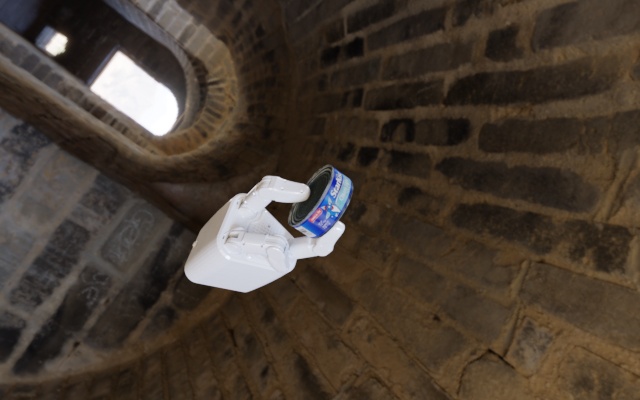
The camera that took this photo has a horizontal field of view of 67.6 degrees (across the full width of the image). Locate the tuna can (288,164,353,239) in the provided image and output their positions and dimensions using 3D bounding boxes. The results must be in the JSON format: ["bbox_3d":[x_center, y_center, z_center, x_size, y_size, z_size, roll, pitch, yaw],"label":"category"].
[{"bbox_3d":[0.001,0.002,0.565,0.034,0.086,0.086,34,-12,-18],"label":"tuna can"}]
